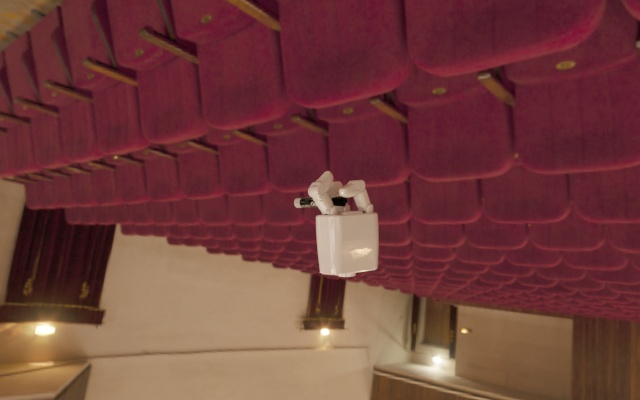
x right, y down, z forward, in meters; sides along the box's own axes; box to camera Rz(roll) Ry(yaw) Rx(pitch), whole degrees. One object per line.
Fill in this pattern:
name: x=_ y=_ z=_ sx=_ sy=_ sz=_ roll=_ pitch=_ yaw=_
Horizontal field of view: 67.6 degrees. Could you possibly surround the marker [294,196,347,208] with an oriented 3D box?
marker: x=0.000 y=0.003 z=0.872 sx=0.121 sy=0.020 sz=0.020 roll=-2 pitch=-2 yaw=43
